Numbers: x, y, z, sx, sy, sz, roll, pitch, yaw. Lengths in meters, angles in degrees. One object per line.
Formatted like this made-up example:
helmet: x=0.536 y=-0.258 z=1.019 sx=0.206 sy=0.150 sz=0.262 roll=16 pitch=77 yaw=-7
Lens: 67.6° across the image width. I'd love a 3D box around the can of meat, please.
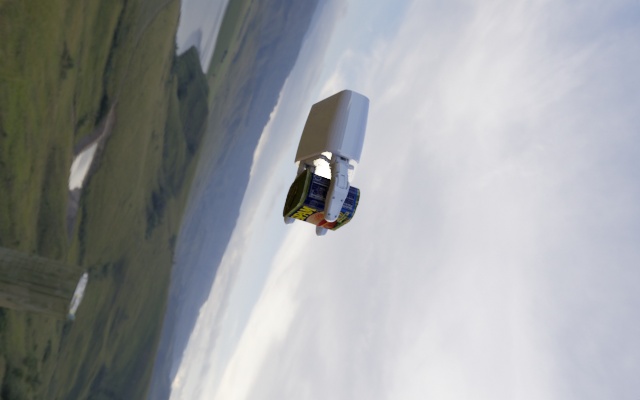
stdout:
can of meat: x=0.000 y=0.002 z=0.701 sx=0.084 sy=0.057 sz=0.102 roll=18 pitch=-21 yaw=-15
